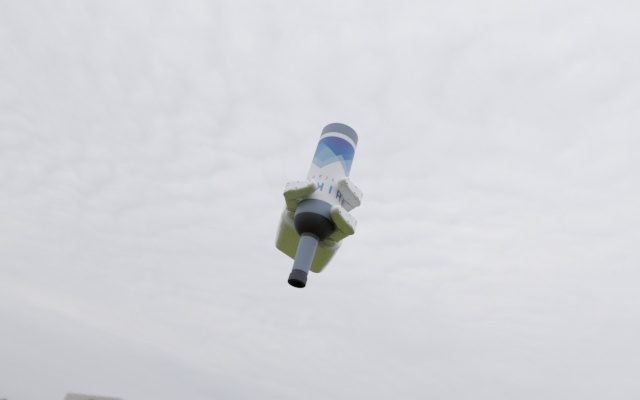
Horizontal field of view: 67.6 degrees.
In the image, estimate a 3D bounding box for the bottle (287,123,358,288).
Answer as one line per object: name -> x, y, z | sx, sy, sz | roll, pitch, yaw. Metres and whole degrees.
bottle -> 0.000, 0.002, 0.761 | 0.069, 0.295, 0.069 | 11, -35, 8
